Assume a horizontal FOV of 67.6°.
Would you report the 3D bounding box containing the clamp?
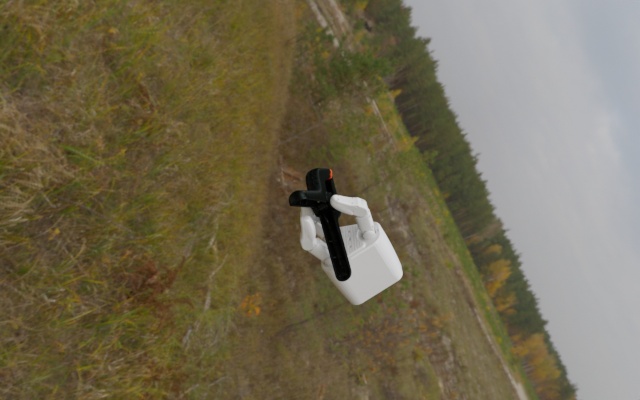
[{"bbox_3d":[0.001,0.002,0.747,0.036,0.165,0.209,-22,35,15],"label":"clamp"}]
